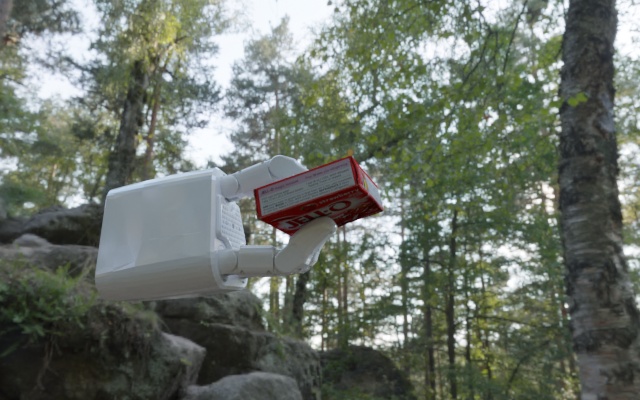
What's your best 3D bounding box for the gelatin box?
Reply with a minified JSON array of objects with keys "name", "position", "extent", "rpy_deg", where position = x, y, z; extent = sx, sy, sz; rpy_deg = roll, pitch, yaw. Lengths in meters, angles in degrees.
[{"name":"gelatin box","position":[0.000,0.001,0.401],"extent":[0.089,0.030,0.073],"rpy_deg":[-19,-23,16]}]
